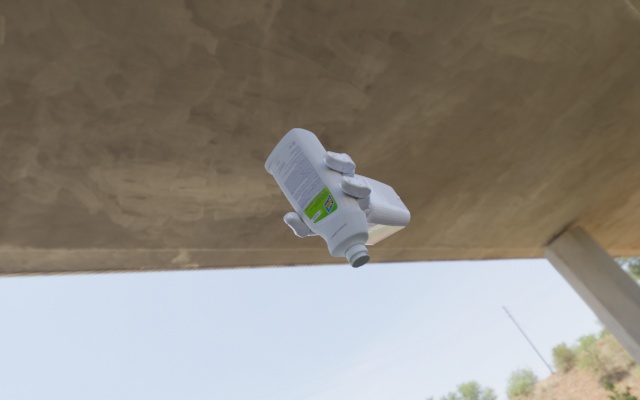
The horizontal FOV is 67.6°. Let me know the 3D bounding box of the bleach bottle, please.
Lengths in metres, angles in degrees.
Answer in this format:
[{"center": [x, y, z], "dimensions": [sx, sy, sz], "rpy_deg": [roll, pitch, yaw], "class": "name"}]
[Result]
[{"center": [0.000, 0.002, 0.739], "dimensions": [0.068, 0.250, 0.103], "rpy_deg": [11, -52, -44], "class": "bleach bottle"}]
